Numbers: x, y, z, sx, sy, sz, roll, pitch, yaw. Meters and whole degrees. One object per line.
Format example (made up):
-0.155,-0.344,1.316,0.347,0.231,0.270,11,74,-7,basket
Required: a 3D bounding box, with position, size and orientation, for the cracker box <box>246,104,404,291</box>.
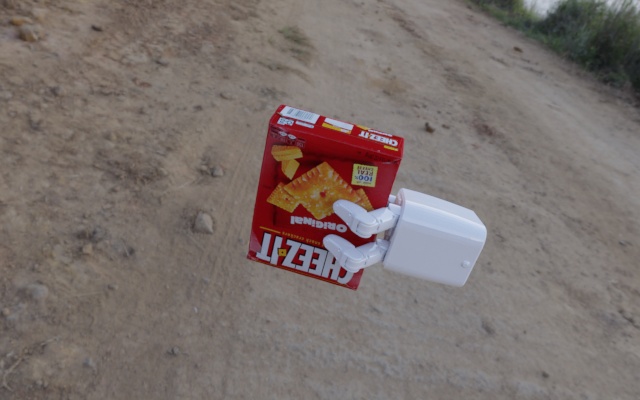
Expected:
0.000,0.002,0.626,0.164,0.214,0.072,16,32,3,cracker box
